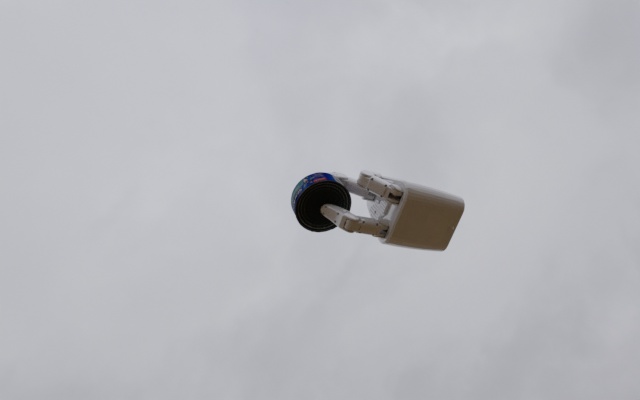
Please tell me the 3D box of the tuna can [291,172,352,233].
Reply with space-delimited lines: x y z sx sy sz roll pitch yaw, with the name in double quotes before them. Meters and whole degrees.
"tuna can" 0.000 0.002 0.704 0.086 0.086 0.033 0 28 -19
